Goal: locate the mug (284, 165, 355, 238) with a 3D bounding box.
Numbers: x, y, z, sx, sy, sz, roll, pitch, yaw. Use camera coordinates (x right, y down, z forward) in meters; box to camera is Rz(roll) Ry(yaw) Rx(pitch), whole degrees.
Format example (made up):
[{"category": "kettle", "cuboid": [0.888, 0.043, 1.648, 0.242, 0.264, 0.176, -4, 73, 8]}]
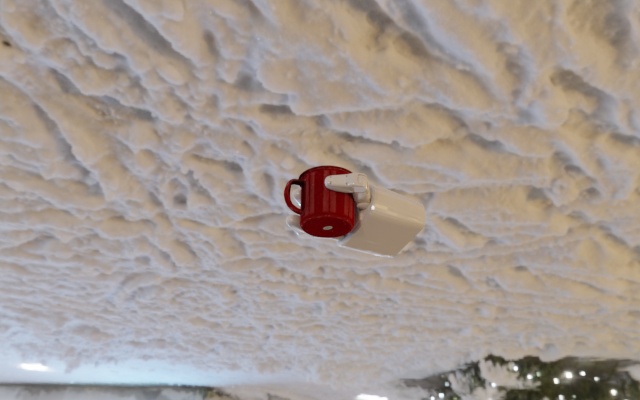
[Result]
[{"category": "mug", "cuboid": [-0.001, 0.002, 0.719, 0.117, 0.081, 0.093, 16, -32, -25]}]
